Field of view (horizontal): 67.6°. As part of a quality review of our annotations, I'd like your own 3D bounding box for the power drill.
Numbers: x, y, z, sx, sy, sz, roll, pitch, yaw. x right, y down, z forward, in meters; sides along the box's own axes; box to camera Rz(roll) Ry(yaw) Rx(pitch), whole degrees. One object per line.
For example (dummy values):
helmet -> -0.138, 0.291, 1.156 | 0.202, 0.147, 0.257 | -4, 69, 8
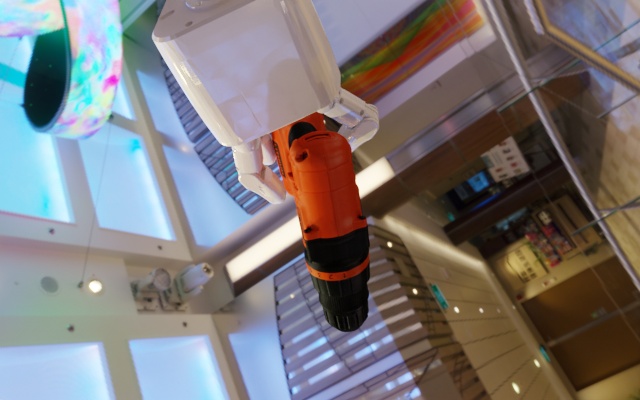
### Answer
power drill -> 0.000, 0.001, 0.440 | 0.057, 0.184, 0.187 | -12, 30, -7
